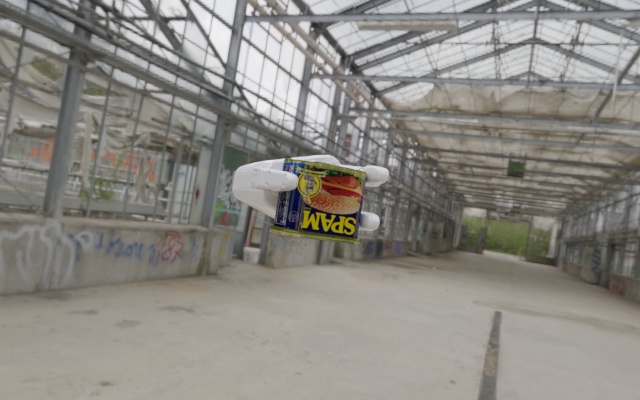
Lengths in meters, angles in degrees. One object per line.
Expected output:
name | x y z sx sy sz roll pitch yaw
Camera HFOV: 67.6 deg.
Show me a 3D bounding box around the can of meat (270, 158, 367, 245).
can of meat | 0.000 0.001 0.541 0.102 0.084 0.057 10 -3 -29
